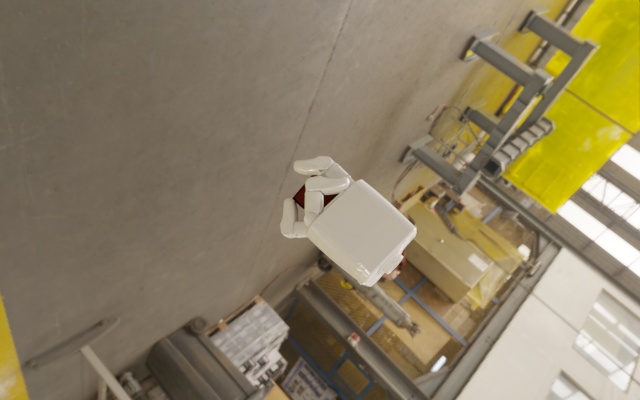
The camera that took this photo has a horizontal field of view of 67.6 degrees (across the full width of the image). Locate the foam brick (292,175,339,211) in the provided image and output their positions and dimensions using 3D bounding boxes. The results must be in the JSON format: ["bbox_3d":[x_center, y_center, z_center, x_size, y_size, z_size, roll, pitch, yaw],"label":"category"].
[{"bbox_3d":[0.000,0.002,0.731,0.051,0.053,0.078,40,-1,18],"label":"foam brick"}]
